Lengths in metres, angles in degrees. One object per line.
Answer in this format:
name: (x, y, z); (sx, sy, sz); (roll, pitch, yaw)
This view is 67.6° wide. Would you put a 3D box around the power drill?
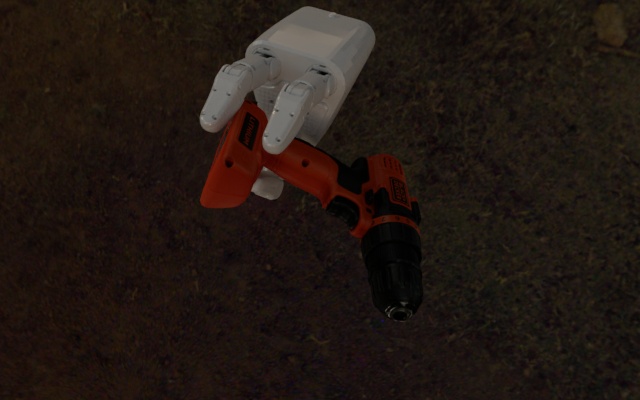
power drill: (0.000, 0.001, 0.402); (0.188, 0.057, 0.184); (24, 36, -18)
